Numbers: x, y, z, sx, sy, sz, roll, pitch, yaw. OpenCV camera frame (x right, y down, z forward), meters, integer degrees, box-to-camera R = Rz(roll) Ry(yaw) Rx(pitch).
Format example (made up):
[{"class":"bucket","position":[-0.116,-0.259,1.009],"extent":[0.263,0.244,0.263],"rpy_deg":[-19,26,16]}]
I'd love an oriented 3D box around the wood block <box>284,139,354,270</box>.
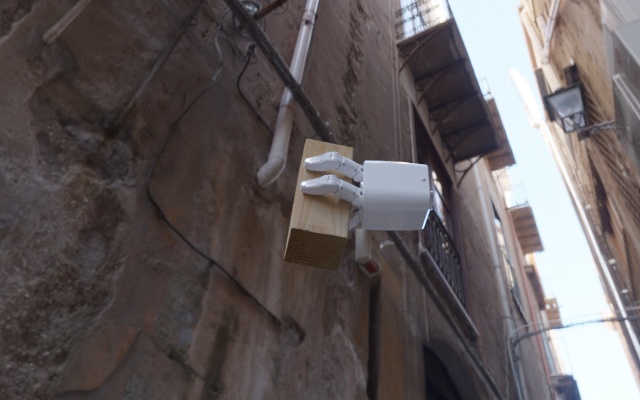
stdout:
[{"class":"wood block","position":[0.000,0.003,0.806],"extent":[0.090,0.206,0.091],"rpy_deg":[10,-43,-4]}]
